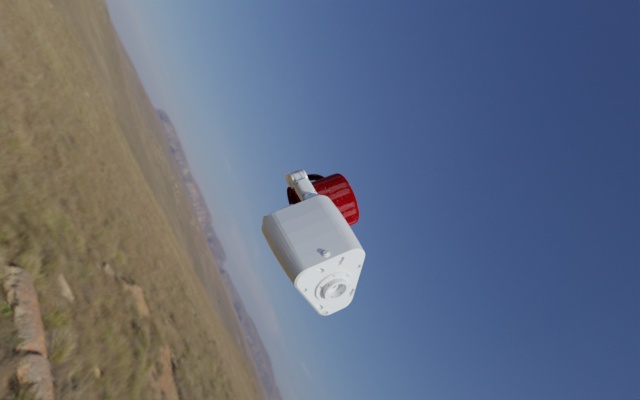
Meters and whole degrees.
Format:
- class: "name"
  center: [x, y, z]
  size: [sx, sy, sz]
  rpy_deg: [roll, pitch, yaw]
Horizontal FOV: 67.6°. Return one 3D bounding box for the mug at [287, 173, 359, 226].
- class: "mug"
  center: [0.000, 0.001, 0.715]
  size: [0.081, 0.093, 0.117]
  rpy_deg: [-21, 47, -13]
